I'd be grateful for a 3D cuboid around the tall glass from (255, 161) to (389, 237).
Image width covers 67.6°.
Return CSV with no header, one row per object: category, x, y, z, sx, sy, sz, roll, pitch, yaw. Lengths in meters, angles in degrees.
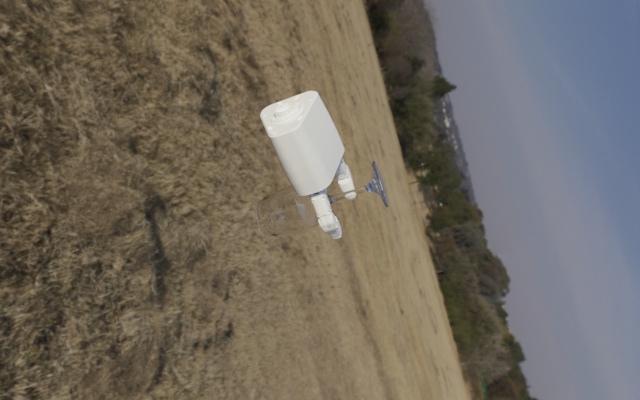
tall glass,0.001,0.002,0.753,0.201,0.079,0.079,-17,-4,14
